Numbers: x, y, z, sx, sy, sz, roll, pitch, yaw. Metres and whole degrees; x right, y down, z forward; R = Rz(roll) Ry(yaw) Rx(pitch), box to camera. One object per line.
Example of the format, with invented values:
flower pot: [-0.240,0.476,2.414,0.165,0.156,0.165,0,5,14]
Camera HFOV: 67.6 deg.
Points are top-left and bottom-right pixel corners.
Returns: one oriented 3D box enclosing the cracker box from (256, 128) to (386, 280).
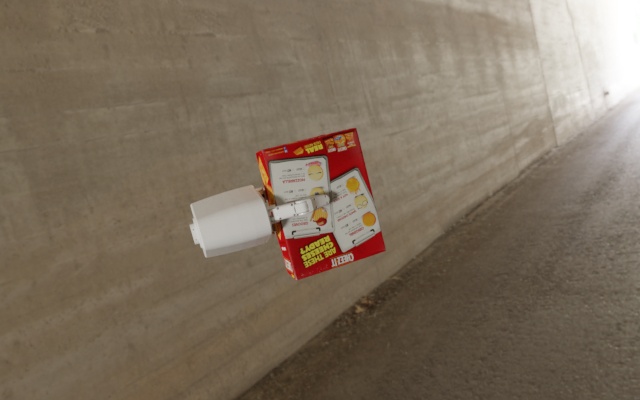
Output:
cracker box: [0.000,0.002,0.794,0.164,0.214,0.072,-16,7,-15]
